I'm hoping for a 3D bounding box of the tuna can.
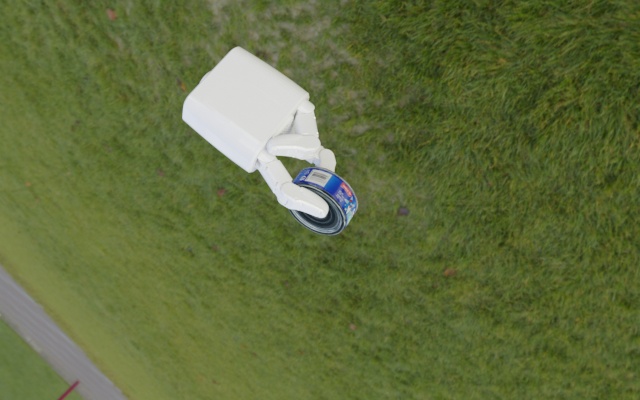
[{"bbox_3d":[0.000,0.002,0.582,0.086,0.086,0.033,0,41,38],"label":"tuna can"}]
